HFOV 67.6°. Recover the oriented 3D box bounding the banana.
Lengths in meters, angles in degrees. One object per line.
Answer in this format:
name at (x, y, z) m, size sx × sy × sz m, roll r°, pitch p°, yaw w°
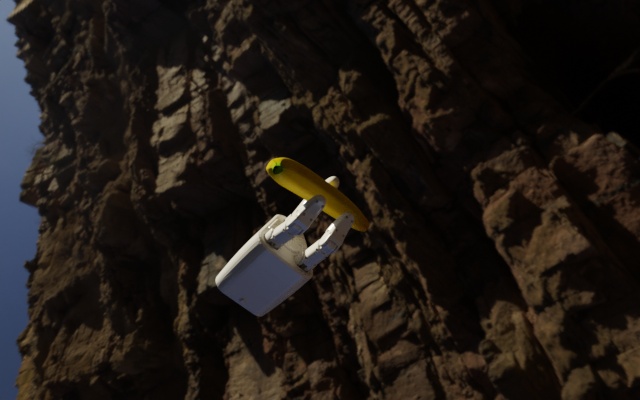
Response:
banana at (-0.009, -0.011, 0.648) m, size 0.198 × 0.037 × 0.069 m, roll 30°, pitch 21°, yaw -41°
